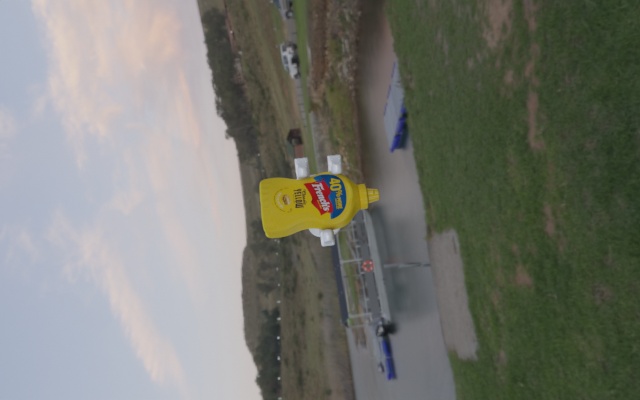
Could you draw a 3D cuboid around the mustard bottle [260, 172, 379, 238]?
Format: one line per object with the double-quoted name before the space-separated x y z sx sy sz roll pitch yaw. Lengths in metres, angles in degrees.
"mustard bottle" 0.000 0.003 0.780 0.191 0.096 0.058 -7 -25 -1
